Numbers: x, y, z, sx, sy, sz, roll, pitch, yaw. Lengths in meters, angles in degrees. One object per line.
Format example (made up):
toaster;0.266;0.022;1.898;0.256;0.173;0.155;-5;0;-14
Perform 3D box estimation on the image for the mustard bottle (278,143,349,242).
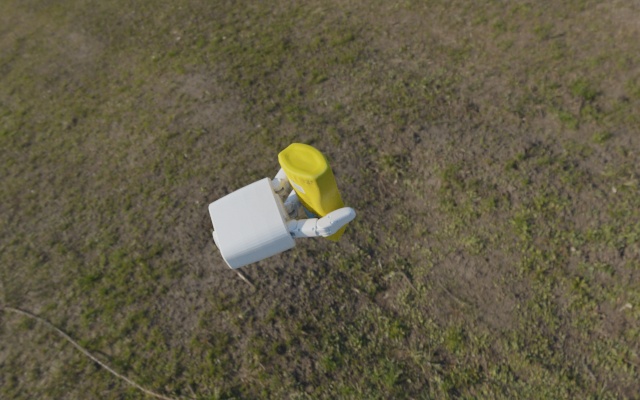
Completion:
mustard bottle;0.000;0.002;0.756;0.058;0.192;0.096;-41;47;-17
